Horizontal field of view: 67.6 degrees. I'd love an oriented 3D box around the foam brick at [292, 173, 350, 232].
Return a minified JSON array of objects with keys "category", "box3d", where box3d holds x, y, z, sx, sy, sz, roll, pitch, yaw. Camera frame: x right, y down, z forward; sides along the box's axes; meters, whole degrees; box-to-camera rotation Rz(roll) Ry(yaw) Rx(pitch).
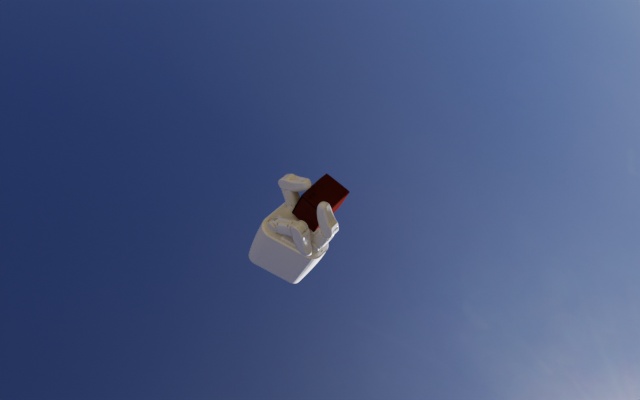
[{"category":"foam brick","box3d":[0.000,0.002,0.800,0.078,0.053,0.051,-42,-11,-41]}]
